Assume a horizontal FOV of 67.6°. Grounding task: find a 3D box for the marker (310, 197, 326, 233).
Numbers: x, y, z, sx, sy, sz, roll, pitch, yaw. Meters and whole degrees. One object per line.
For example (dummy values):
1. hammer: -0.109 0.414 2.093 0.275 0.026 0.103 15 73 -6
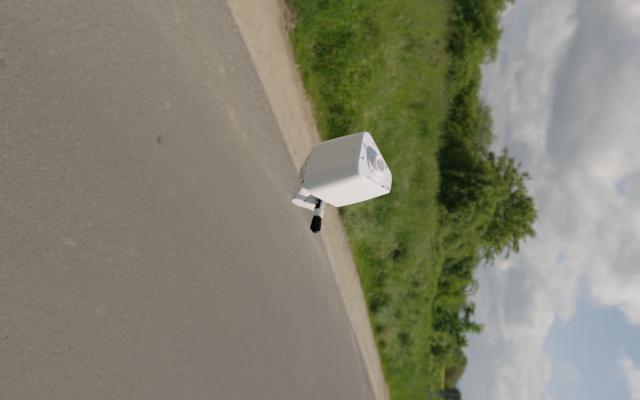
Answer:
1. marker: 0.000 0.003 0.835 0.020 0.121 0.020 8 -33 5
